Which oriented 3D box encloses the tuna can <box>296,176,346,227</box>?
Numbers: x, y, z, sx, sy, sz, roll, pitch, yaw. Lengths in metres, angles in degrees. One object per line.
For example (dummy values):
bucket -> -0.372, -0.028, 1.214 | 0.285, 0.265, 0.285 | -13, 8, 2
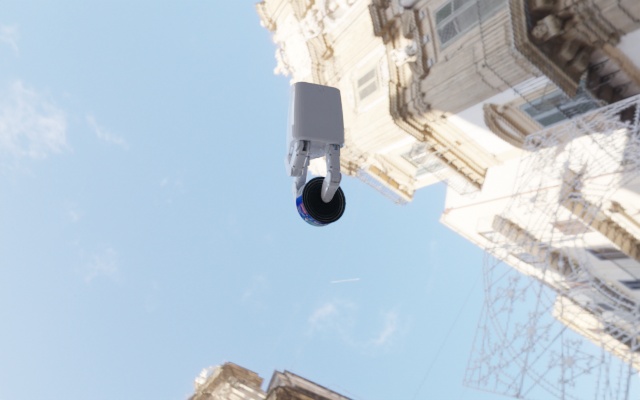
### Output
tuna can -> 0.000, 0.003, 0.843 | 0.086, 0.086, 0.034 | 0, -16, -28
